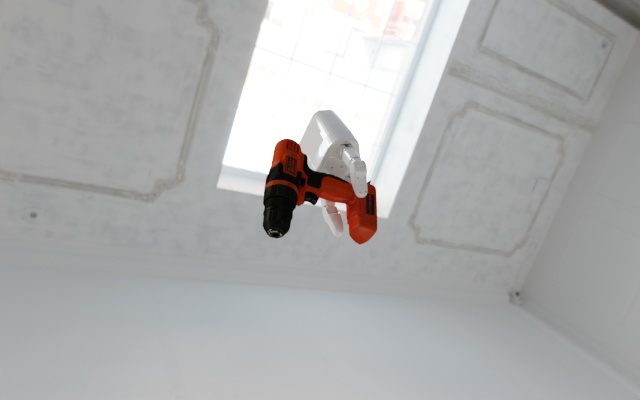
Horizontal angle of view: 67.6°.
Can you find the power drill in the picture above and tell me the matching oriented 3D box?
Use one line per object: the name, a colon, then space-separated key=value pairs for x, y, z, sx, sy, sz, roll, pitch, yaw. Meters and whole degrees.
power drill: x=0.000 y=0.002 z=0.749 sx=0.188 sy=0.184 sz=0.057 roll=24 pitch=-42 yaw=-22
